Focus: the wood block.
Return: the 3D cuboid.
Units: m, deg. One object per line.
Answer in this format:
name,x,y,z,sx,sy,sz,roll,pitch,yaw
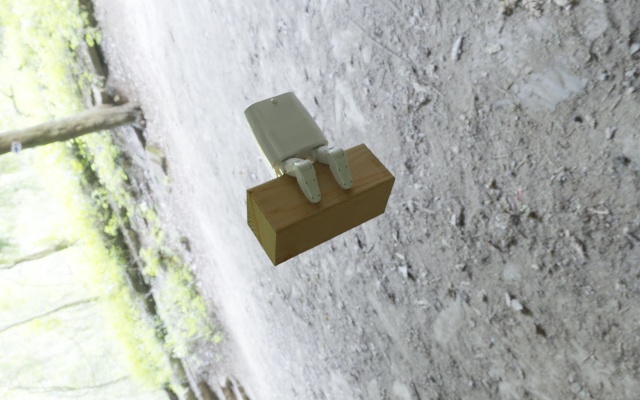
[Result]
wood block,0.000,0.002,0.727,0.206,0.090,0.091,-24,-31,-24
